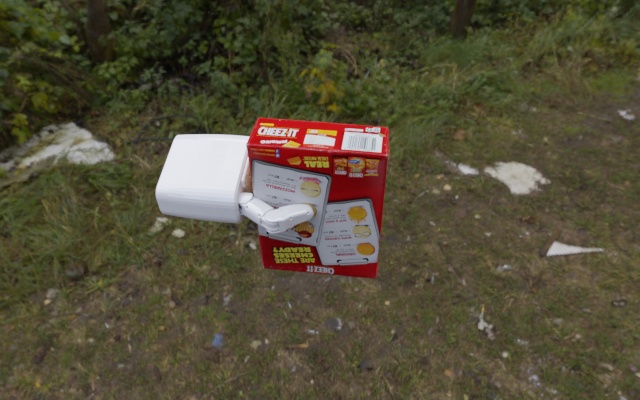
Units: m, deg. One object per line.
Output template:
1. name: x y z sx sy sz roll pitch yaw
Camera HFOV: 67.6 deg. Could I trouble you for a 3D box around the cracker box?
1. cracker box: 0.000 0.002 0.625 0.164 0.214 0.072 5 42 7
